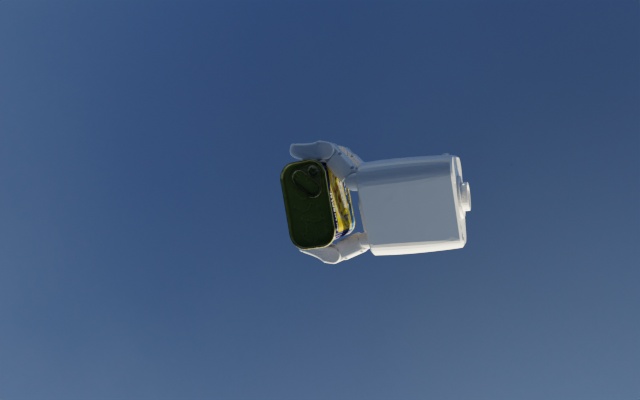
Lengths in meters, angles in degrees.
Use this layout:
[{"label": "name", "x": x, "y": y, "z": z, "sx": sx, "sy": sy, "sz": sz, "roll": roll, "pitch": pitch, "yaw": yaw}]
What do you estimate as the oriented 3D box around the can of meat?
[{"label": "can of meat", "x": 0.000, "y": 0.002, "z": 0.582, "sx": 0.057, "sy": 0.102, "sz": 0.084, "roll": -10, "pitch": 0, "yaw": 23}]
